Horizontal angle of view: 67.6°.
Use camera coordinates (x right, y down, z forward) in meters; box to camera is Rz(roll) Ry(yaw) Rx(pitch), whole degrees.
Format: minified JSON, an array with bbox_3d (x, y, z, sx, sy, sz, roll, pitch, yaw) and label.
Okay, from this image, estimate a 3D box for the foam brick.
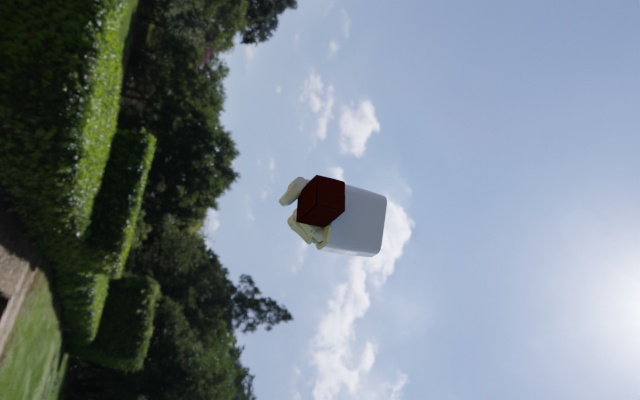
[{"bbox_3d":[0.000,0.002,0.751,0.051,0.053,0.078,13,-28,-21],"label":"foam brick"}]
